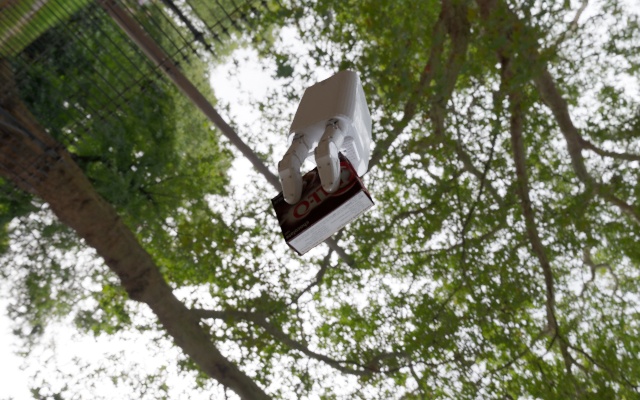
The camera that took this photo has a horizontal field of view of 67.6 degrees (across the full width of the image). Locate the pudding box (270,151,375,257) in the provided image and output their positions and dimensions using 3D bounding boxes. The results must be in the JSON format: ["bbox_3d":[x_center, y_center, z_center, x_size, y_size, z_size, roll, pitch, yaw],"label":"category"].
[{"bbox_3d":[0.000,0.002,0.583,0.039,0.113,0.090,45,12,-37],"label":"pudding box"}]
